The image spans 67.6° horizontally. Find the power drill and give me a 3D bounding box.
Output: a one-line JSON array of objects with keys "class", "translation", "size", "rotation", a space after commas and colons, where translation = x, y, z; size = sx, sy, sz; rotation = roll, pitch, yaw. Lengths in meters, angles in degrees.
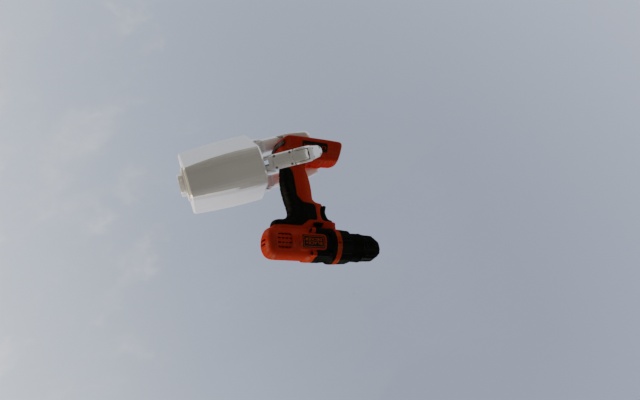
[{"class": "power drill", "translation": [0.000, 0.002, 0.709], "size": [0.184, 0.187, 0.057], "rotation": [6, -23, -27]}]
